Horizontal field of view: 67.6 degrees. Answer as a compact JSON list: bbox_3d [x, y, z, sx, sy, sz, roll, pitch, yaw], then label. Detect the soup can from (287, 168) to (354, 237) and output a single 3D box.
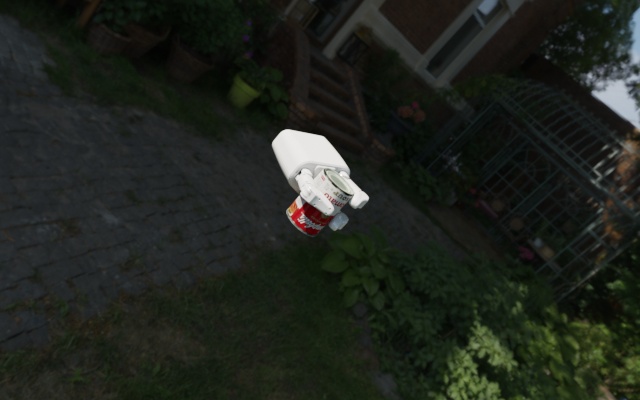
[{"bbox_3d":[0.000,0.003,0.812,0.102,0.068,0.068,-47,-19,19],"label":"soup can"}]
